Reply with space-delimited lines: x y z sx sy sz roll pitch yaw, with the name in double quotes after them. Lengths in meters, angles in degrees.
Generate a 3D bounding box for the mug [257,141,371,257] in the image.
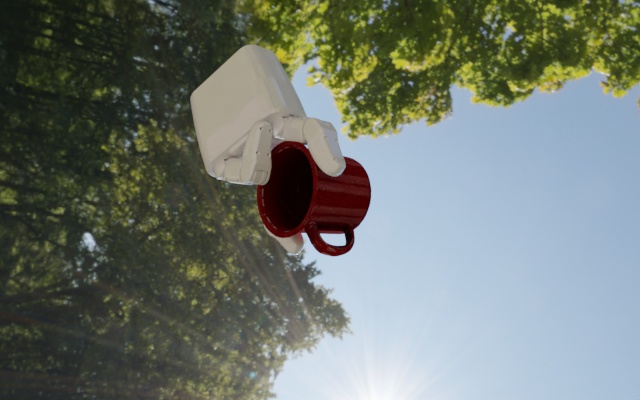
0.001 0.003 0.470 0.081 0.117 0.093 6 -40 -41 "mug"
